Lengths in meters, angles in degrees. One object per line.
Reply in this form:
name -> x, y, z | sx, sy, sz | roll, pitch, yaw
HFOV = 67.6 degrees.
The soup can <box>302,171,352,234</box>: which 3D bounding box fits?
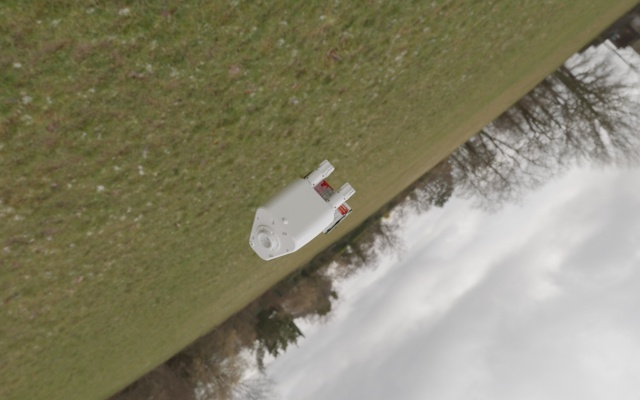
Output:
soup can -> 0.001, 0.003, 0.873 | 0.068, 0.102, 0.068 | -43, -4, -4
